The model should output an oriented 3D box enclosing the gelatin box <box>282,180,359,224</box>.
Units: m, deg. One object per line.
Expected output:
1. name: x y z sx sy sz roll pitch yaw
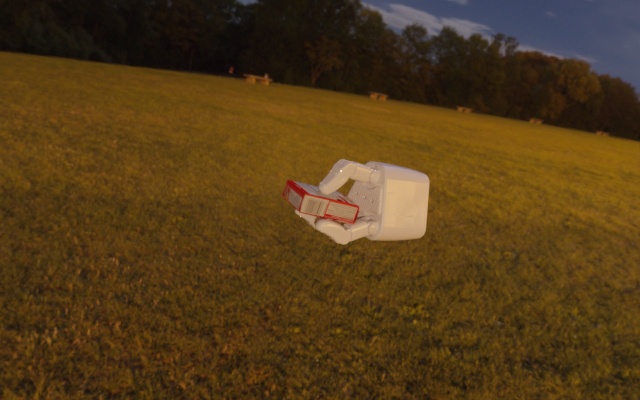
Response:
1. gelatin box: 0.000 0.002 0.672 0.089 0.030 0.073 13 12 -27
